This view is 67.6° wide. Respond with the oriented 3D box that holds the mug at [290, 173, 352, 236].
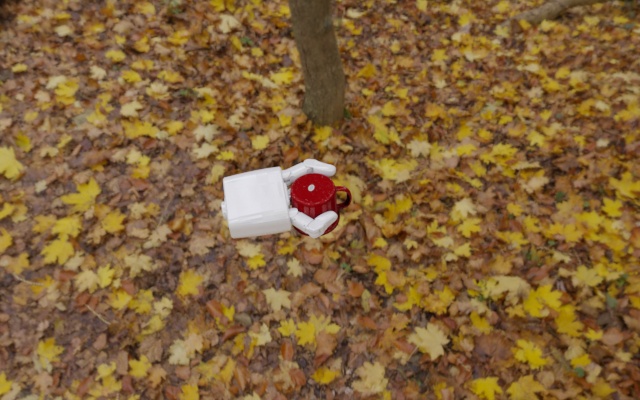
[{"bbox_3d":[0.002,0.002,0.868,0.117,0.093,0.082,-10,-42,-6],"label":"mug"}]
